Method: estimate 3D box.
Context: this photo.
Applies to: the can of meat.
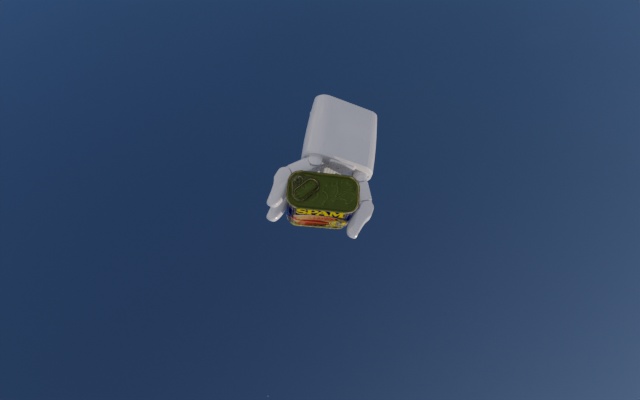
[{"bbox_3d":[0.000,0.002,0.696,0.102,0.057,0.084,6,-22,-4],"label":"can of meat"}]
